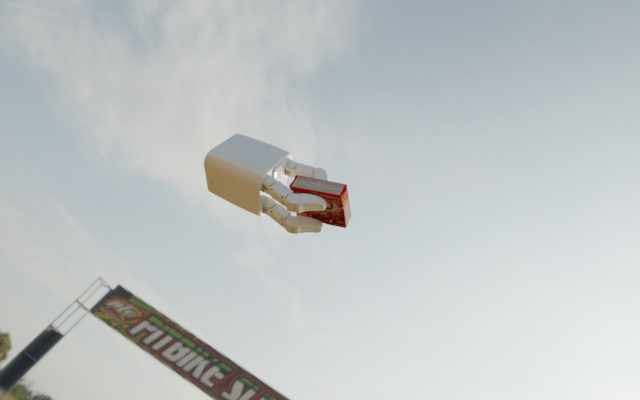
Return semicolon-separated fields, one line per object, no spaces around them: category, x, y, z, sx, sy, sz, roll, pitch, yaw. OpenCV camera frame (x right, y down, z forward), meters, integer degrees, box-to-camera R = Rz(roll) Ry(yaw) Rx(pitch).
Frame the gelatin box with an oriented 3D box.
gelatin box;0.001;0.002;0.749;0.089;0.073;0.030;11;48;21
